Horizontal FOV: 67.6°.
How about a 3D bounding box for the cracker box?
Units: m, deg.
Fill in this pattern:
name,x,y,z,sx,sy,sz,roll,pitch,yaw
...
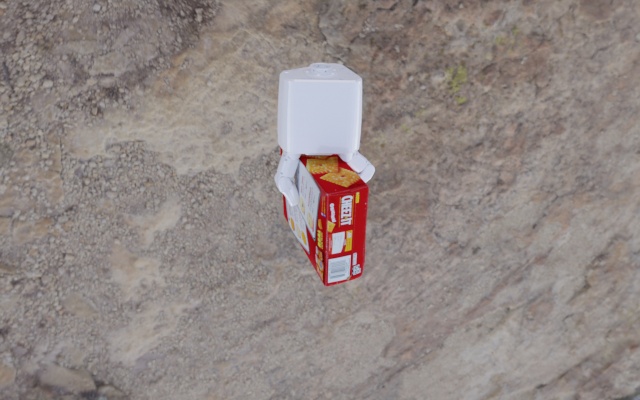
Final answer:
name,x,y,z,sx,sy,sz,roll,pitch,yaw
cracker box,0.000,0.003,0.754,0.072,0.164,0.213,-11,33,-17
